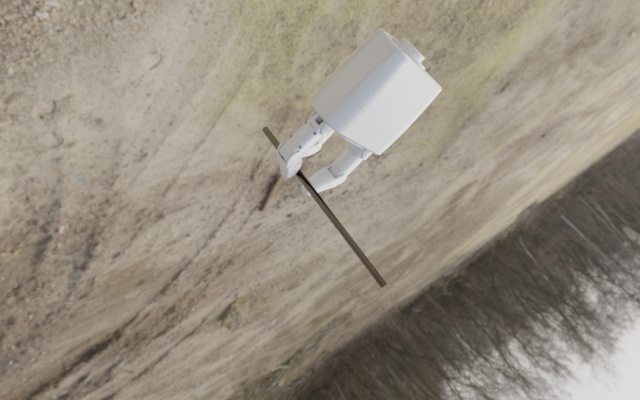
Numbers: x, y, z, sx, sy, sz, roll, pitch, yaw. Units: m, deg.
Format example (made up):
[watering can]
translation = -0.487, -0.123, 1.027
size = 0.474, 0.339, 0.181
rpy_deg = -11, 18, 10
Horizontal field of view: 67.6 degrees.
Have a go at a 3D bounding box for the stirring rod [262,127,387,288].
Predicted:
[stirring rod]
translation = 0.000, 0.002, 0.556
size = 0.011, 0.239, 0.011
rpy_deg = -33, -19, -13
